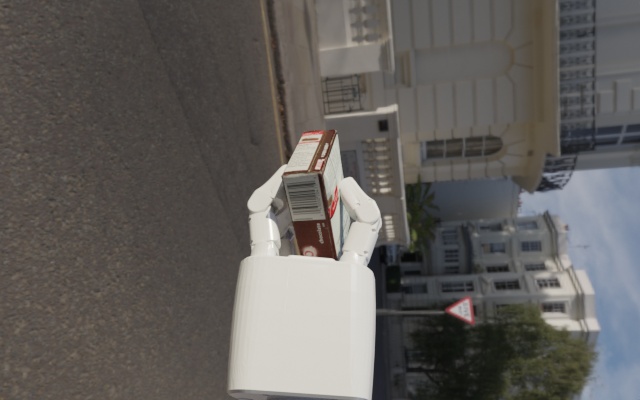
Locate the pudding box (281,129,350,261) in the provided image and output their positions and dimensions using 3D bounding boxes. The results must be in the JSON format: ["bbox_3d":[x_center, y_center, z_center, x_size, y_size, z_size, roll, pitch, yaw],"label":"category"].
[{"bbox_3d":[0.000,0.002,0.456,0.039,0.114,0.090,-2,32,12],"label":"pudding box"}]
